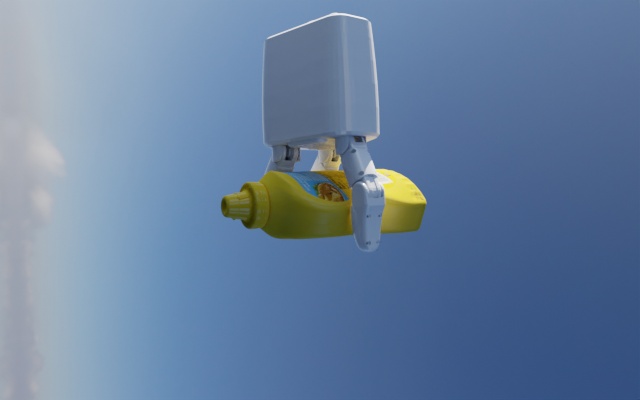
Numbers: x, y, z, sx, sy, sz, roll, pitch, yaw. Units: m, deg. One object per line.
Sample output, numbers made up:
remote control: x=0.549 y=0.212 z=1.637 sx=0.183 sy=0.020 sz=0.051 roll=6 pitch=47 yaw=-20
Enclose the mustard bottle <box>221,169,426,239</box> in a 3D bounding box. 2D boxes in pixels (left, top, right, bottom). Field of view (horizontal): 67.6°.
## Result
mustard bottle: x=0.000 y=0.002 z=0.451 sx=0.191 sy=0.058 sz=0.096 roll=-2 pitch=24 yaw=-33
